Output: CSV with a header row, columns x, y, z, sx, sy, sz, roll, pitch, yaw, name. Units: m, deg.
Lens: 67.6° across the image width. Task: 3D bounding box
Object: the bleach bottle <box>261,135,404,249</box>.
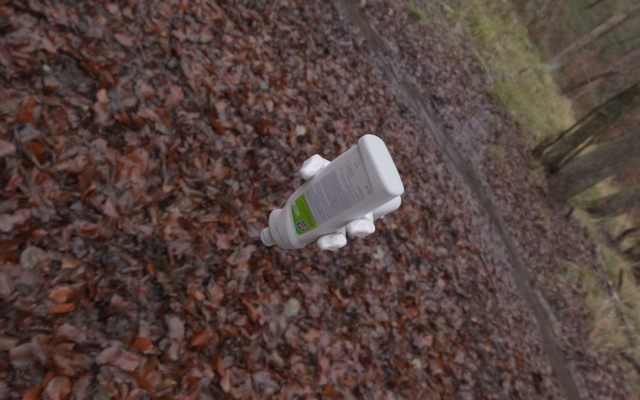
x,y,z,sx,sy,sz,roll,pitch,yaw,name
0.000,0.003,0.746,0.251,0.102,0.068,-30,-15,30,bleach bottle
